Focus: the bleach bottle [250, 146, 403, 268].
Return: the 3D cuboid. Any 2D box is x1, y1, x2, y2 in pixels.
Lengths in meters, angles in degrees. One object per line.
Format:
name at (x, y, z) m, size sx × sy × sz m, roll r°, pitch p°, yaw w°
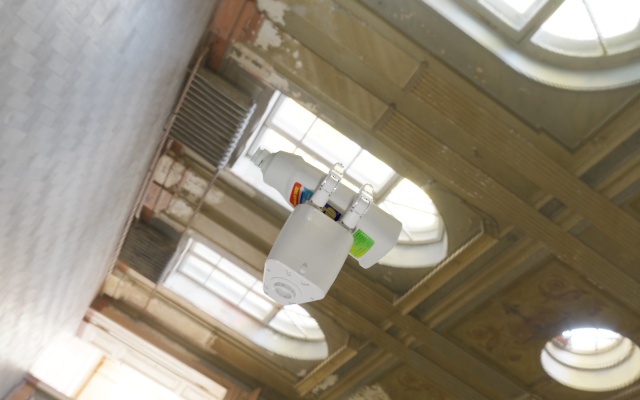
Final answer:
bleach bottle at (0.000, 0.002, 0.745) m, size 0.251 × 0.068 × 0.103 m, roll 34°, pitch -38°, yaw -6°
